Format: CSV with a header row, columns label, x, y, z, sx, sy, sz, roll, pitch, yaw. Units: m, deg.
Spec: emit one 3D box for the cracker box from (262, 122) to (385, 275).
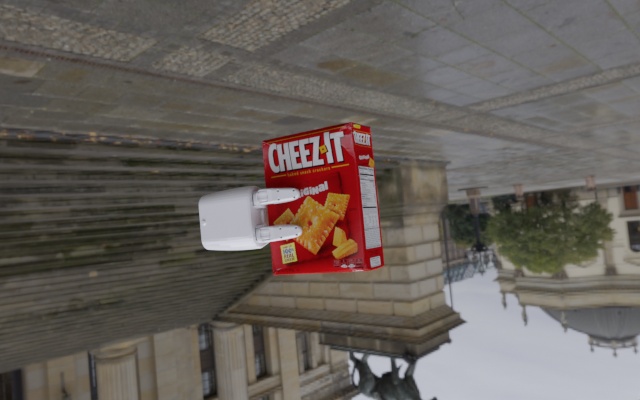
label,x,y,z,sx,sy,sz,roll,pitch,yaw
cracker box,0.000,0.003,0.726,0.164,0.213,0.072,-7,-3,30
